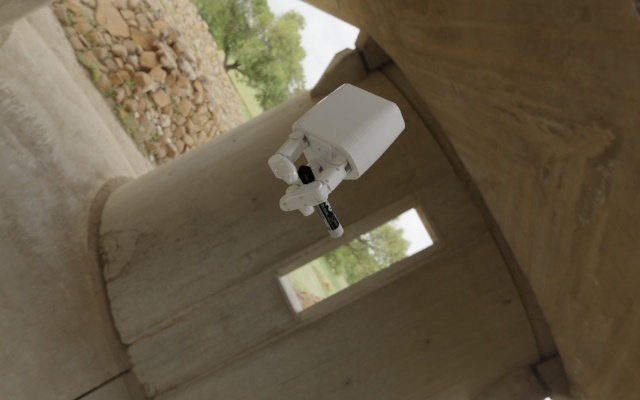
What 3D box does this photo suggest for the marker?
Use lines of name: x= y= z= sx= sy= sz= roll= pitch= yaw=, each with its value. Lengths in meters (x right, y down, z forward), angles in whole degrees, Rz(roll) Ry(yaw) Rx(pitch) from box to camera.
marker: x=0.000 y=0.002 z=0.620 sx=0.020 sy=0.121 sz=0.020 roll=-18 pitch=38 yaw=14
